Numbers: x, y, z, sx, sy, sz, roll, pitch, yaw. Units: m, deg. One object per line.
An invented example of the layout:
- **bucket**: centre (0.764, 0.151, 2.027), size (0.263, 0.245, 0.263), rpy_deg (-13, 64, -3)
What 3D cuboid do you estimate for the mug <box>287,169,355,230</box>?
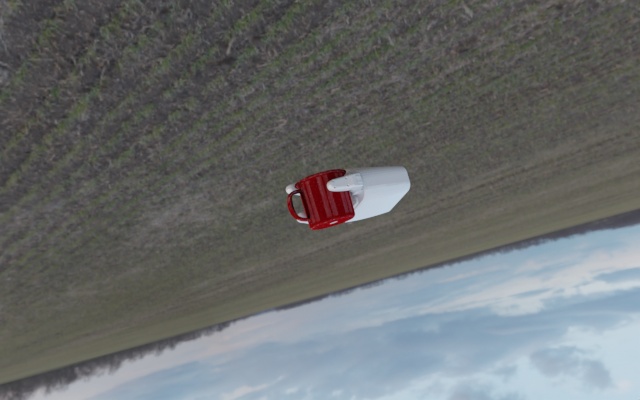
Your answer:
- **mug**: centre (-0.001, 0.003, 0.806), size (0.117, 0.081, 0.093), rpy_deg (-11, -12, -28)
